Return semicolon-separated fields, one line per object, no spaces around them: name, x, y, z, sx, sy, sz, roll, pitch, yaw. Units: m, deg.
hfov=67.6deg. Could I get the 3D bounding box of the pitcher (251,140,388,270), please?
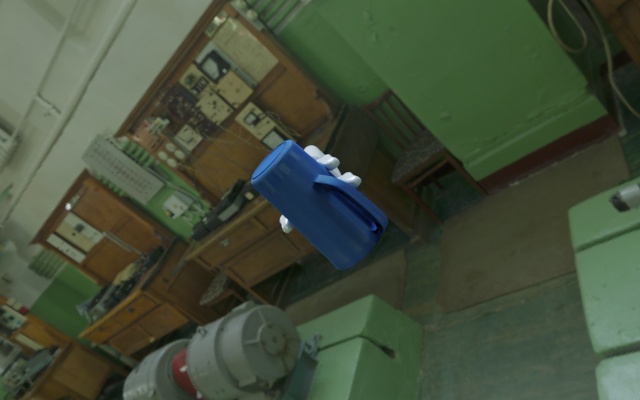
pitcher;0.000;0.003;0.872;0.243;0.149;0.145;42;13;-17
